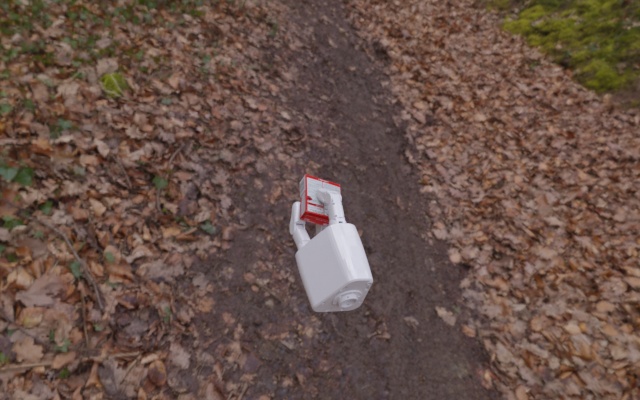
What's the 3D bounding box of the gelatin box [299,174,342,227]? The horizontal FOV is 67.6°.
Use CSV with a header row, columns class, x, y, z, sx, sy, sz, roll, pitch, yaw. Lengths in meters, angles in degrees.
class,x,y,z,sx,sy,sz,roll,pitch,yaw
gelatin box,0.000,0.002,0.859,0.073,0.089,0.030,16,-42,-22
